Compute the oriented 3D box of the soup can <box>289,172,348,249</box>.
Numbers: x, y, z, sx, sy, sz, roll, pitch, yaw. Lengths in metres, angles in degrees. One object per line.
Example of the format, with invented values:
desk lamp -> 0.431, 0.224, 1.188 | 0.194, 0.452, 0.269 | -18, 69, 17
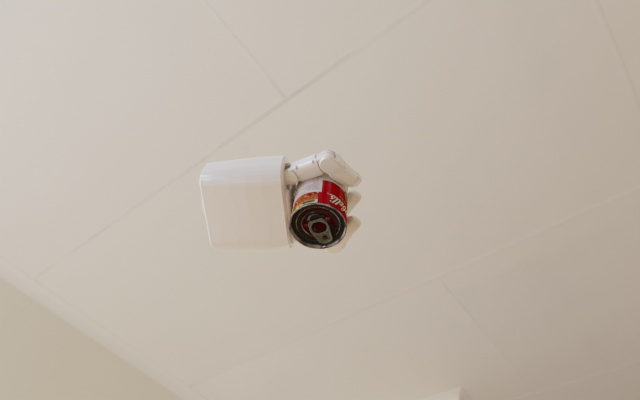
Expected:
soup can -> 0.001, 0.002, 0.595 | 0.068, 0.069, 0.102 | 0, 36, 5
